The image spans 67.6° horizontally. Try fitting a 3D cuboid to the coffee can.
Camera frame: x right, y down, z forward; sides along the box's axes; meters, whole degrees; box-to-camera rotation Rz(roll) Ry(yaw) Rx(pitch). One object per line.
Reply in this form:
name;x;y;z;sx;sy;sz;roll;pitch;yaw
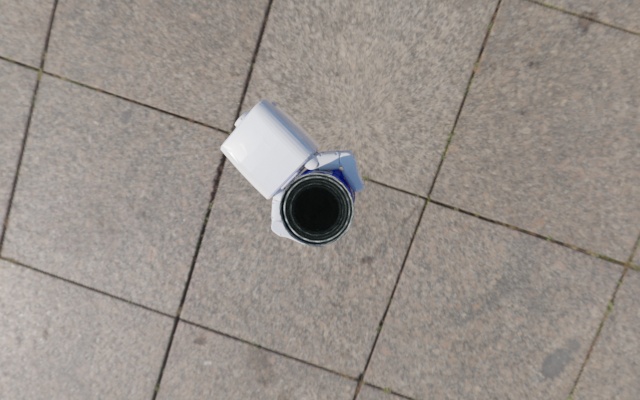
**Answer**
coffee can;0.000;0.002;0.713;0.103;0.103;0.140;0;9;4
